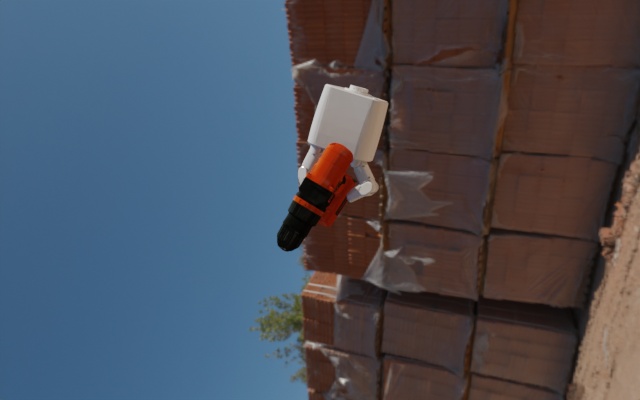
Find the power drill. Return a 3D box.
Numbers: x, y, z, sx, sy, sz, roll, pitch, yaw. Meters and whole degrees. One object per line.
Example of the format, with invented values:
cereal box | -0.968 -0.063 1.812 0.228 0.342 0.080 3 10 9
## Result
power drill | 0.000 0.002 0.798 0.057 0.184 0.187 33 1 8
